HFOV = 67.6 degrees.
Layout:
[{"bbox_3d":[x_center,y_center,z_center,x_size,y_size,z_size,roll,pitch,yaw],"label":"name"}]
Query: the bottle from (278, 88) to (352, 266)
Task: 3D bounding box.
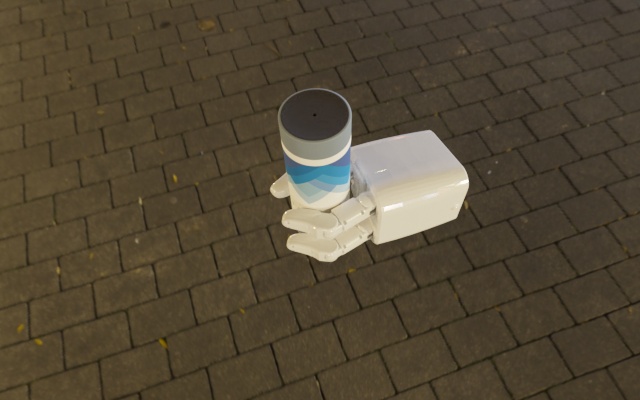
[{"bbox_3d":[0.000,0.002,0.552,0.069,0.069,0.296,0,-32,2],"label":"bottle"}]
